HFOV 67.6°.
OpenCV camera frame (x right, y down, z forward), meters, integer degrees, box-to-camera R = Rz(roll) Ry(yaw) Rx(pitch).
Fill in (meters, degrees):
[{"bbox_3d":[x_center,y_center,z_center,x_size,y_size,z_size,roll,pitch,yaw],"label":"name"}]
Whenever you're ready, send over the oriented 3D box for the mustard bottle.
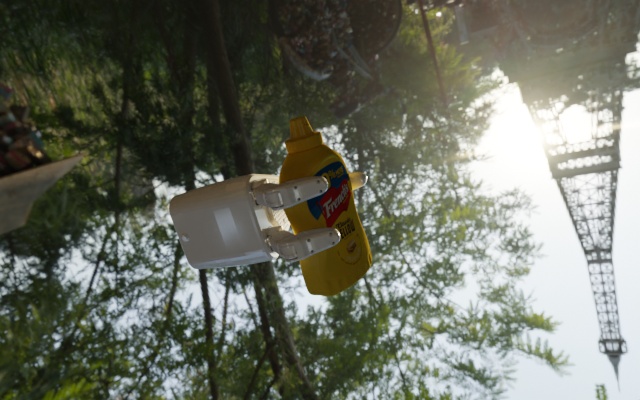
[{"bbox_3d":[0.000,0.002,0.530,0.058,0.192,0.096,-3,19,42],"label":"mustard bottle"}]
